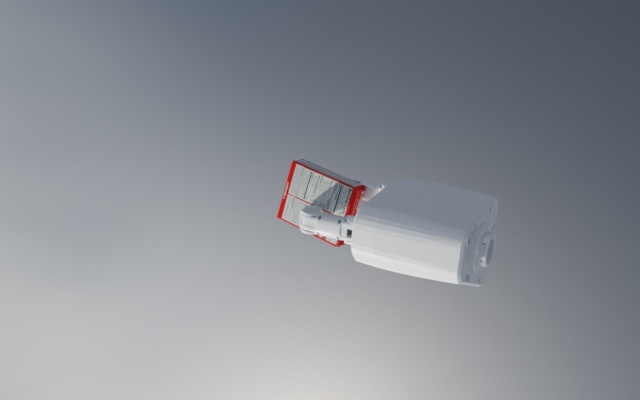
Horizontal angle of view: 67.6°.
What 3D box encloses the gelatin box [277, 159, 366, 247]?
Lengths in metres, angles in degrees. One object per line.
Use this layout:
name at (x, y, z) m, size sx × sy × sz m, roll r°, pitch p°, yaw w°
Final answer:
gelatin box at (0.000, 0.002, 0.546) m, size 0.089 × 0.073 × 0.030 m, roll 24°, pitch 19°, yaw 24°
